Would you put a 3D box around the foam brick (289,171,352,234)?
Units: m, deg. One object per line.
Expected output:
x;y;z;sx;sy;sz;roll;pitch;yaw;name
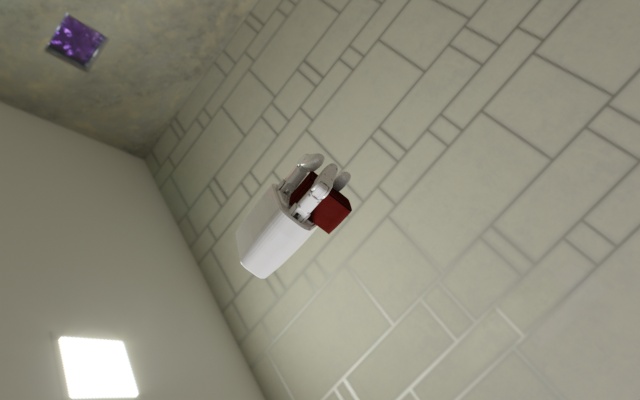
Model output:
0.000;0.002;0.713;0.078;0.051;0.053;38;13;-11;foam brick
